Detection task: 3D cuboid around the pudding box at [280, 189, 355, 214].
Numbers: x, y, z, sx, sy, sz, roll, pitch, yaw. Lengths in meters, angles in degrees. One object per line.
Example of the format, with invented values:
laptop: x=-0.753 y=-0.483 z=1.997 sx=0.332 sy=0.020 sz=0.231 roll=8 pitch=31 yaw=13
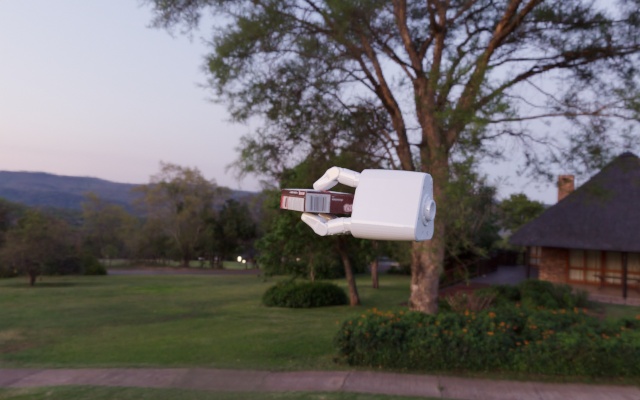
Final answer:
pudding box: x=0.000 y=0.003 z=0.827 sx=0.113 sy=0.039 sz=0.090 roll=6 pitch=-1 yaw=-32
